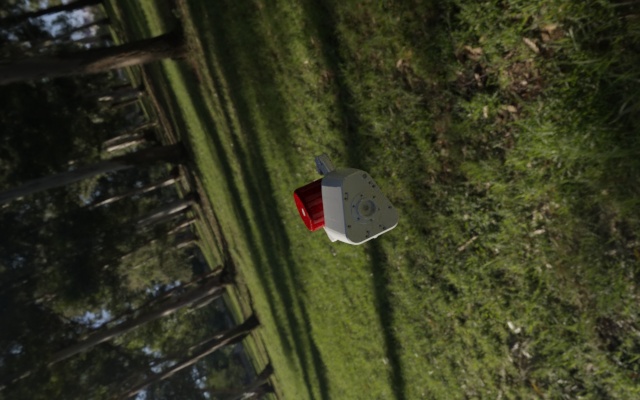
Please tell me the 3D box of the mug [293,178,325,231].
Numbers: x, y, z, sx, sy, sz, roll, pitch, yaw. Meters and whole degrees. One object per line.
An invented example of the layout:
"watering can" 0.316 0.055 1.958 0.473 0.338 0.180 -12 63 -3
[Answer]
"mug" 0.000 0.003 0.870 0.081 0.093 0.117 -24 9 -12
